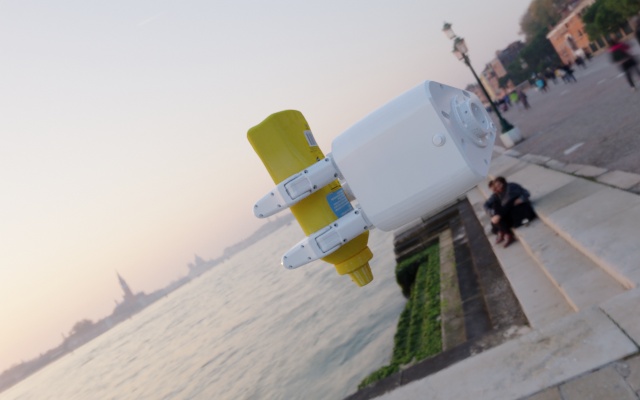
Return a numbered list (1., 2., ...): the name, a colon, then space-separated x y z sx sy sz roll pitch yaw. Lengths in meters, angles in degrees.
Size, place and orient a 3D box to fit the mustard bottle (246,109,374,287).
1. mustard bottle: 0.000 0.002 0.491 0.058 0.191 0.096 -31 -1 14
